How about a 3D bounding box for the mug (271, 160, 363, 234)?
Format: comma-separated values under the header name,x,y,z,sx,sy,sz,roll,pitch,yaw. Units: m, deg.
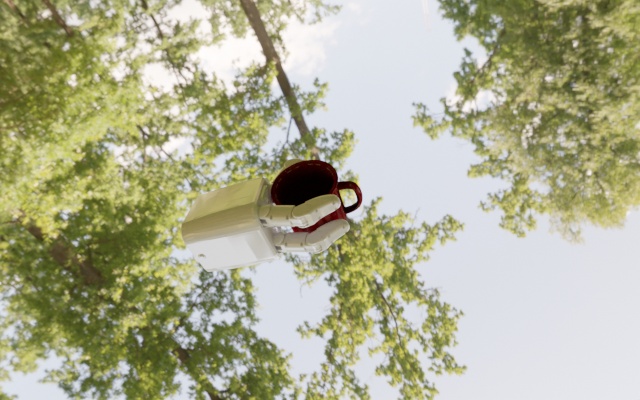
name,x,y,z,sx,sy,sz,roll,pitch,yaw
mug,0.002,0.002,0.655,0.117,0.093,0.082,-12,-44,10
